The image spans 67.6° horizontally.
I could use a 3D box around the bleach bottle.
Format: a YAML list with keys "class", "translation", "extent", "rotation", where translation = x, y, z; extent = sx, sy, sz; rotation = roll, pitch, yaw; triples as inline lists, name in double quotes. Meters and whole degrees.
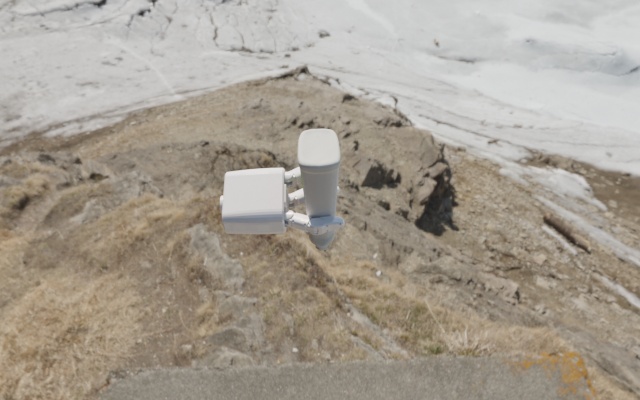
- class: "bleach bottle"
  translation: [0.000, 0.003, 0.839]
  extent: [0.068, 0.251, 0.102]
  rotation: [-2, 44, 0]
